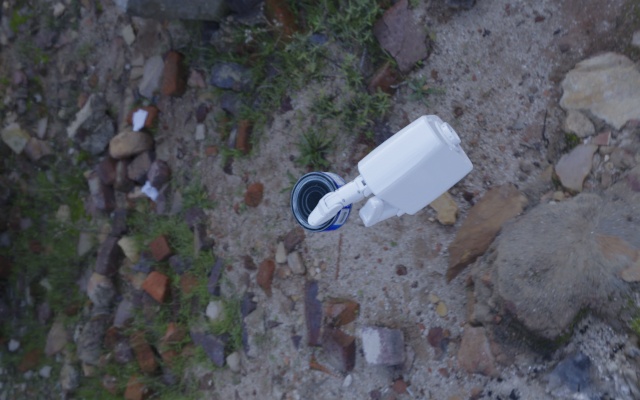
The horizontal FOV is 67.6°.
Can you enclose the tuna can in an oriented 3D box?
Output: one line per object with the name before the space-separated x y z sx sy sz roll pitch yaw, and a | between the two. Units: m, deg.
tuna can | 0.000 0.002 0.673 0.086 0.086 0.034 0 0 34
